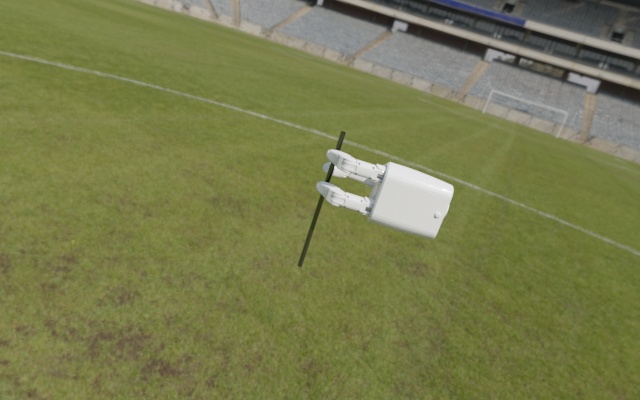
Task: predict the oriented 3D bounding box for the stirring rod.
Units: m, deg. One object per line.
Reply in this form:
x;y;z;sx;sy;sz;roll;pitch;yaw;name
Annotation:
0.000;0.003;0.778;0.011;0.239;0.011;16;18;-5;stirring rod
